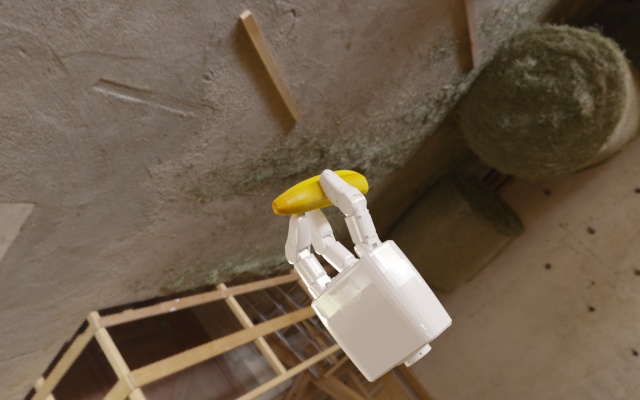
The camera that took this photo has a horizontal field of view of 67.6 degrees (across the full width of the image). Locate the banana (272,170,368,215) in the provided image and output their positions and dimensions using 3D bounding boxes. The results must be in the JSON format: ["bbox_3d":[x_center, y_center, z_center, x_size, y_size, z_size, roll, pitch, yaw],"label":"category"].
[{"bbox_3d":[0.015,-0.009,0.581,0.070,0.037,0.198,-39,-13,21],"label":"banana"}]
